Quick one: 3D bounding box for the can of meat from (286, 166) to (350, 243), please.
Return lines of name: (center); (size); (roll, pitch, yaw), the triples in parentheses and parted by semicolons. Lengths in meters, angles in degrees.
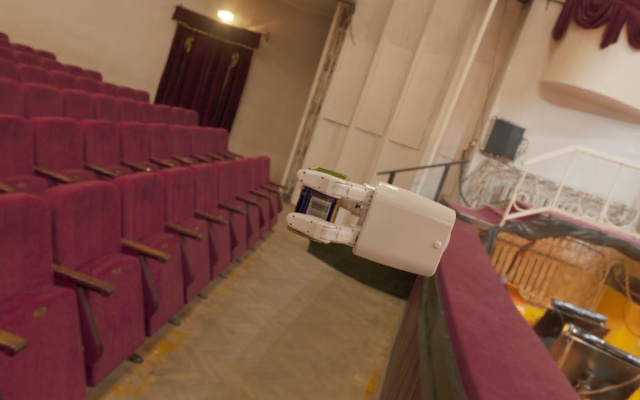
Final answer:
can of meat: (0.000, 0.002, 0.640); (0.057, 0.084, 0.102); (20, 9, 5)
